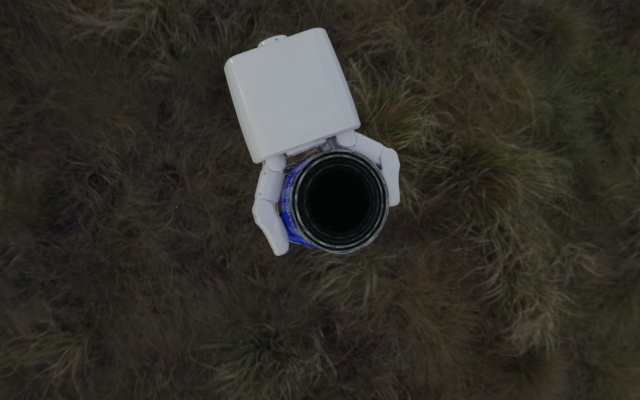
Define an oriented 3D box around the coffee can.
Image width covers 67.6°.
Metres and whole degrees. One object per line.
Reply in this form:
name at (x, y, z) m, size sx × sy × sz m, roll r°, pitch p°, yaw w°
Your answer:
coffee can at (0.000, 0.002, 0.527) m, size 0.103 × 0.103 × 0.140 m, roll 0°, pitch -1°, yaw -17°
